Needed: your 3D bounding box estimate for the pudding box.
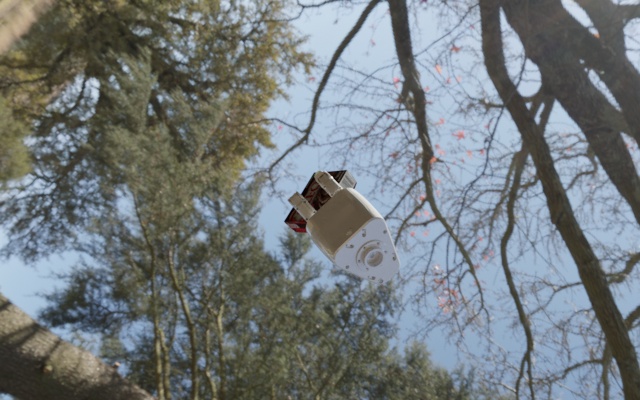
[{"bbox_3d":[0.000,0.003,0.808,0.090,0.113,0.039,0,-39,50],"label":"pudding box"}]
